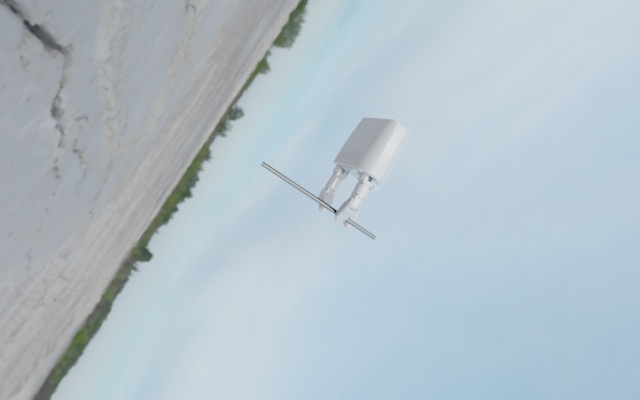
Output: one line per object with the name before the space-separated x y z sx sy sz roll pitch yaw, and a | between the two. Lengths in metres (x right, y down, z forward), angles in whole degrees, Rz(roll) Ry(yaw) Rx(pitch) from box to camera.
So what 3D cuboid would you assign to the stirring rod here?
stirring rod | 0.000 0.003 0.823 0.239 0.011 0.011 34 -10 -15
